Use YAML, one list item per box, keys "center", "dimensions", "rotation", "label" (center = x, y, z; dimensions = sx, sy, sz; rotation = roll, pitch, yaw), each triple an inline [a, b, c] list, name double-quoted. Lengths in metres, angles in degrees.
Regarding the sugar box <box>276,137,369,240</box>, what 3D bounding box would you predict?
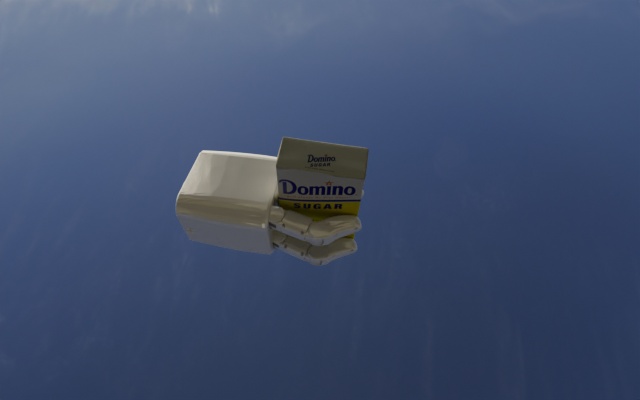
- center: [0.000, 0.002, 0.554]
  dimensions: [0.093, 0.048, 0.176]
  rotation: [8, -29, 4]
  label: "sugar box"
